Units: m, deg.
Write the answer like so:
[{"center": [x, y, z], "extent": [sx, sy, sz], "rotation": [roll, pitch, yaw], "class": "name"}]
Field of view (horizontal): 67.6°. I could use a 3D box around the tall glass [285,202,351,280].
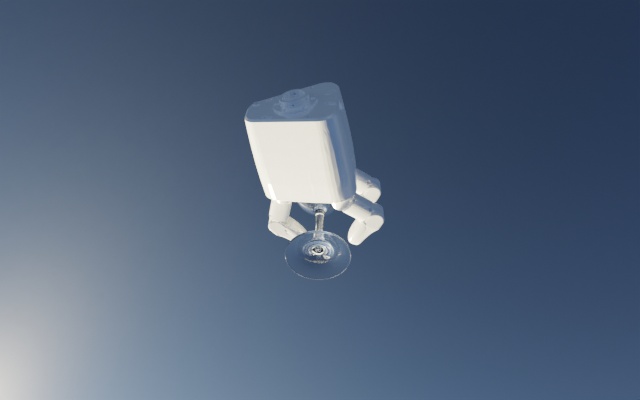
[{"center": [0.000, 0.003, 0.610], "extent": [0.079, 0.079, 0.201], "rotation": [0, 37, 2], "class": "tall glass"}]
